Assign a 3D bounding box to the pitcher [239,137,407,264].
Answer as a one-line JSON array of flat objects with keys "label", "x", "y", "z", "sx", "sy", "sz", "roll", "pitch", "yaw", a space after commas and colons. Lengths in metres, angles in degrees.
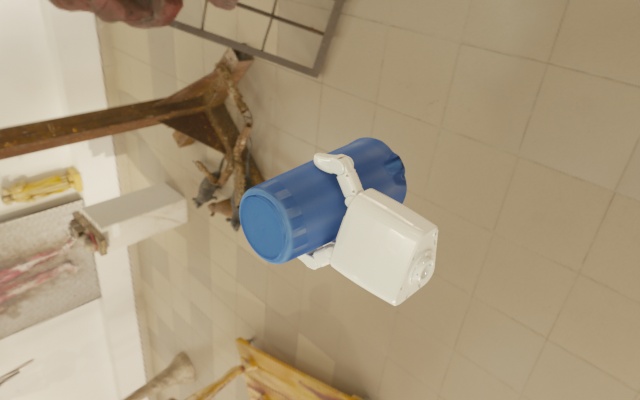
[{"label": "pitcher", "x": 0.000, "y": 0.002, "z": 0.704, "sx": 0.145, "sy": 0.149, "sz": 0.243, "roll": 32, "pitch": 39, "yaw": 33}]
